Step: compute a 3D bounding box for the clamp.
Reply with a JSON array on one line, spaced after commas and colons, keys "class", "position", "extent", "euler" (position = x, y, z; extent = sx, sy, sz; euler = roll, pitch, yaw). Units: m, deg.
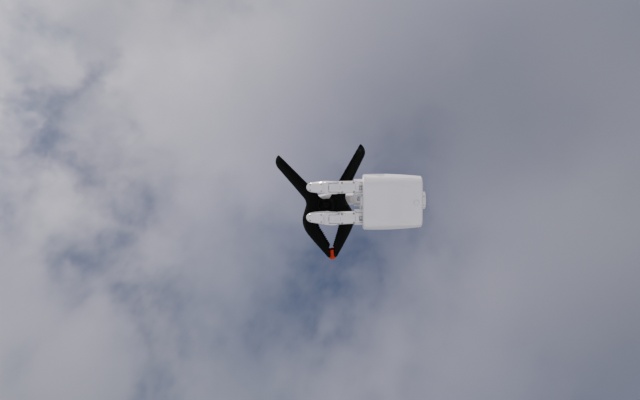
[{"class": "clamp", "position": [0.000, 0.003, 0.882], "extent": [0.164, 0.210, 0.036], "euler": [0, 5, 6]}]
